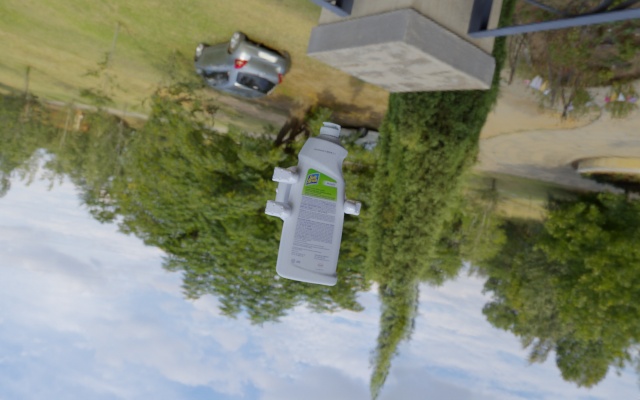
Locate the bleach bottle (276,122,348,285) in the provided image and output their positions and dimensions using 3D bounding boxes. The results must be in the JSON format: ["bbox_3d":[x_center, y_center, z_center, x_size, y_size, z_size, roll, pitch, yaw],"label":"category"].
[{"bbox_3d":[0.000,0.003,0.766,0.102,0.251,0.068,12,2,-14],"label":"bleach bottle"}]
